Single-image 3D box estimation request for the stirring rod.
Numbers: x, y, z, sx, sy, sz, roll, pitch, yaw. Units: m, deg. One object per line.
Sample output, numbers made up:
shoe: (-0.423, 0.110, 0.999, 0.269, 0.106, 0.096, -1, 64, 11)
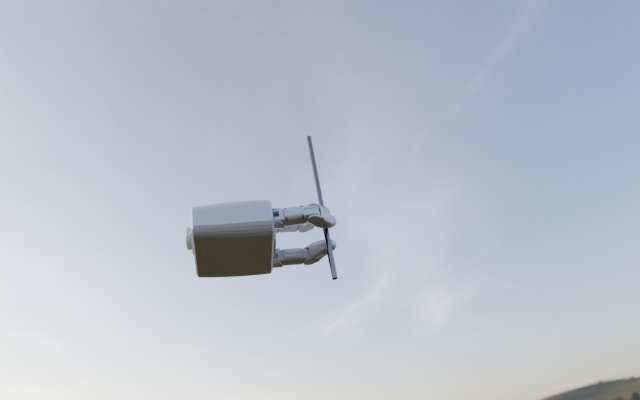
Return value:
stirring rod: (0.000, 0.002, 0.701, 0.011, 0.239, 0.011, -8, -29, -5)
